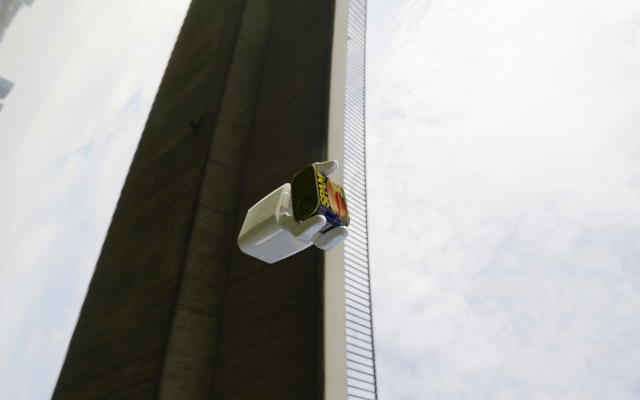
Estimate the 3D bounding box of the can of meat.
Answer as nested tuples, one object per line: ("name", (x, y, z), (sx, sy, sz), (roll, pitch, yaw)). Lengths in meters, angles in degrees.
("can of meat", (0.000, 0.003, 0.804), (0.057, 0.102, 0.084), (-33, -45, 29))
